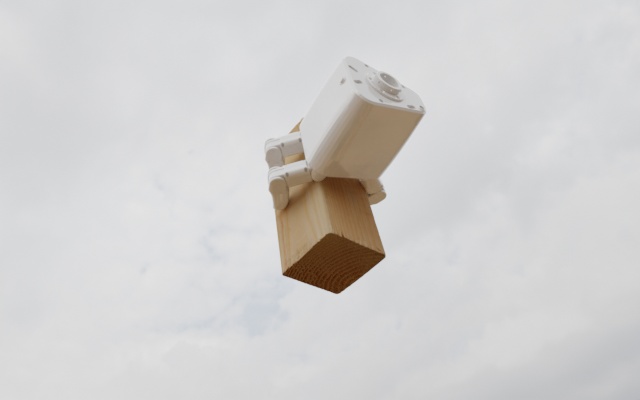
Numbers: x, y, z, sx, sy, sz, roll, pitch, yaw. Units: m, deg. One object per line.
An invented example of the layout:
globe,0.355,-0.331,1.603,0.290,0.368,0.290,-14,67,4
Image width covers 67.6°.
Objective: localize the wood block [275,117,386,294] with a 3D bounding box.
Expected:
wood block,0.001,0.002,0.612,0.091,0.206,0.090,25,-55,-32
